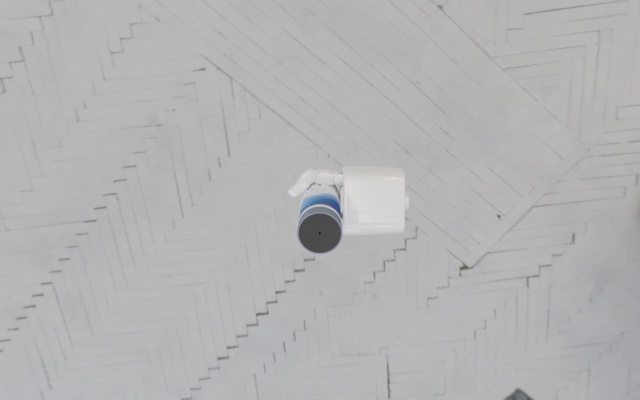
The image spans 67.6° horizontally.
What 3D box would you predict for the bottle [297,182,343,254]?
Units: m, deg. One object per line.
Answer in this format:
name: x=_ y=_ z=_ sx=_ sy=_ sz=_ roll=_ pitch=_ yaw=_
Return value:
bottle: x=0.000 y=0.003 z=0.831 sx=0.069 sy=0.069 sz=0.295 roll=0 pitch=18 yaw=0
